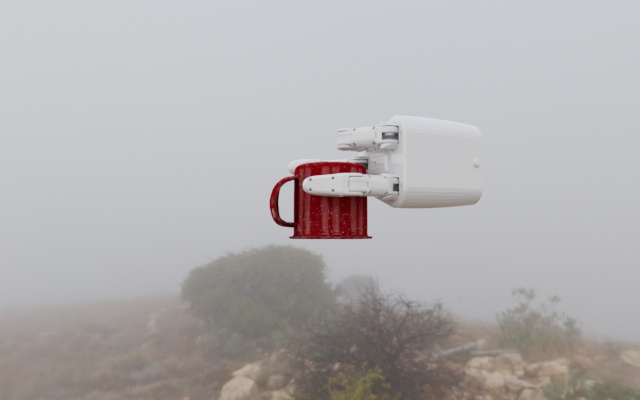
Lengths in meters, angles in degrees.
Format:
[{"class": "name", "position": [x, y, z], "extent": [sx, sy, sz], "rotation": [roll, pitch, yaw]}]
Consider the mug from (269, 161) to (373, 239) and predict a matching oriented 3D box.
[{"class": "mug", "position": [-0.001, 0.001, 0.527], "extent": [0.117, 0.081, 0.093], "rotation": [1, -4, -22]}]
